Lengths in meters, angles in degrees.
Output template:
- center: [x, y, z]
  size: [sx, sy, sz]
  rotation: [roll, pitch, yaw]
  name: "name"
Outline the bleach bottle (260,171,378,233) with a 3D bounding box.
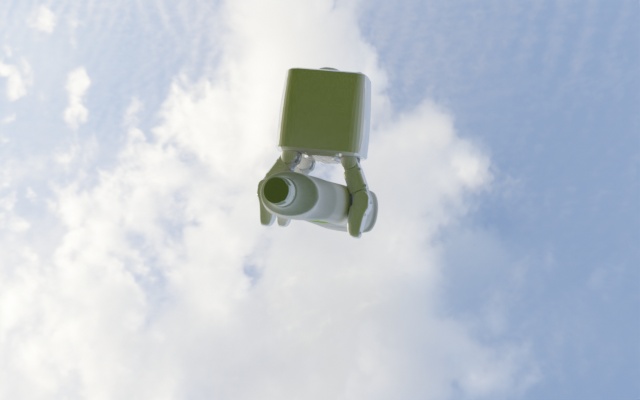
- center: [0.000, 0.002, 0.609]
  size: [0.102, 0.068, 0.251]
  rotation: [5, -4, 18]
  name: "bleach bottle"
